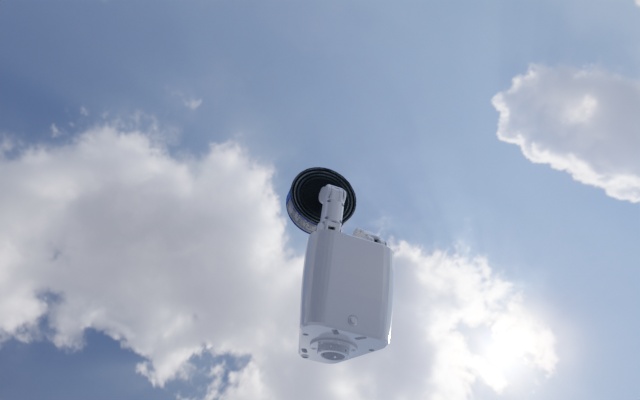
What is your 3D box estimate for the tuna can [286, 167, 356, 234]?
[{"bbox_3d":[0.000,0.002,0.607,0.086,0.086,0.034,0,-30,-20],"label":"tuna can"}]
